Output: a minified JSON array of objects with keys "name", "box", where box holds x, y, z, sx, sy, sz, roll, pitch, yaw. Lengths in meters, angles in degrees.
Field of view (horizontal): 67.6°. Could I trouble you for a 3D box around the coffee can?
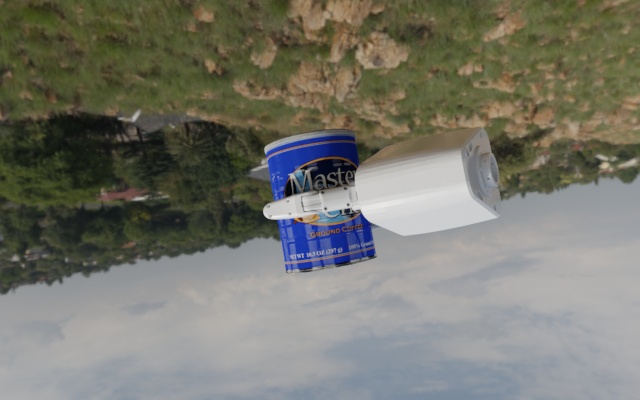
[{"name":"coffee can","box":[0.000,0.002,0.529,0.103,0.140,0.103,-10,-3,-1]}]
